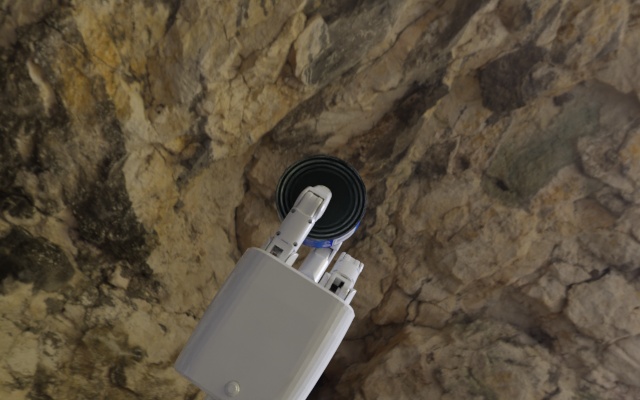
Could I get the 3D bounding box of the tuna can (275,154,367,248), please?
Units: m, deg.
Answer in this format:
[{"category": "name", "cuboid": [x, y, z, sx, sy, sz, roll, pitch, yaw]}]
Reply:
[{"category": "tuna can", "cuboid": [0.000, 0.002, 0.459, 0.086, 0.086, 0.034, 0, -20, -3]}]
